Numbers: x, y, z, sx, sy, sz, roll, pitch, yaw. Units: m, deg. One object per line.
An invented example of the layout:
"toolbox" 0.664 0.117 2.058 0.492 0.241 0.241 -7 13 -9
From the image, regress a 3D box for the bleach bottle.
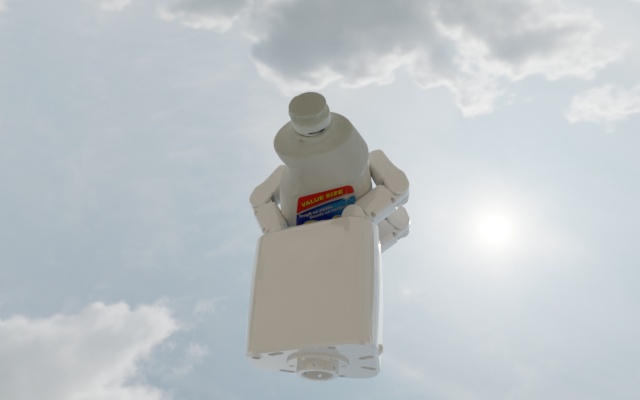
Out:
"bleach bottle" 0.000 0.001 0.457 0.102 0.068 0.251 -3 -36 8
